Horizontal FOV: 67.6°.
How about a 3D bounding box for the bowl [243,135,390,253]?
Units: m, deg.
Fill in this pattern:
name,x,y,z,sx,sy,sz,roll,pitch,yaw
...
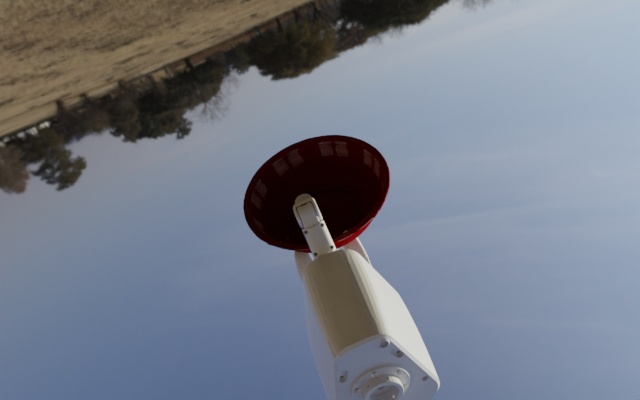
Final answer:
name,x,y,z,sx,sy,sz,roll,pitch,yaw
bowl,0.000,0.001,0.528,0.162,0.162,0.055,0,-39,19
